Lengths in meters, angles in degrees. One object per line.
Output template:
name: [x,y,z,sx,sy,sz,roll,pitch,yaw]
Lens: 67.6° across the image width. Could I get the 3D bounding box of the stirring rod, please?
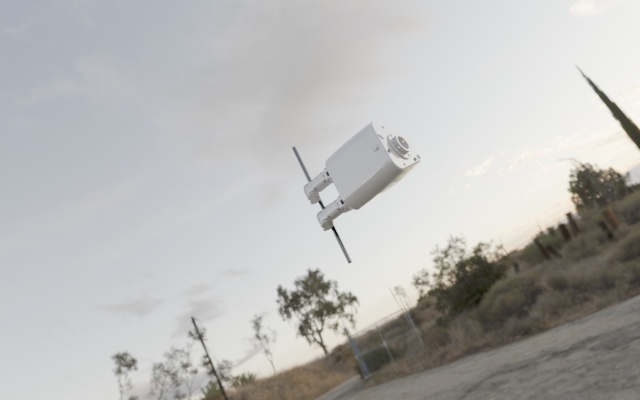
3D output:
stirring rod: [0.000,0.003,0.837,0.011,0.239,0.011,-22,-22,-10]
